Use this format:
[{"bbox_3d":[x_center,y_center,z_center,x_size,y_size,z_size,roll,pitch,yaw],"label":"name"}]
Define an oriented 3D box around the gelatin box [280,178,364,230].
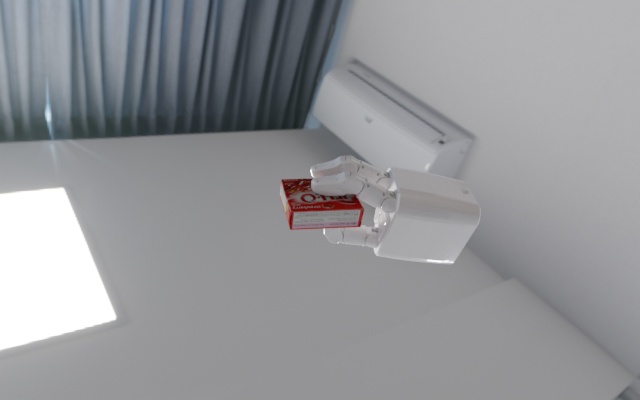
[{"bbox_3d":[0.000,0.002,0.580,0.089,0.030,0.073,-2,33,-14],"label":"gelatin box"}]
